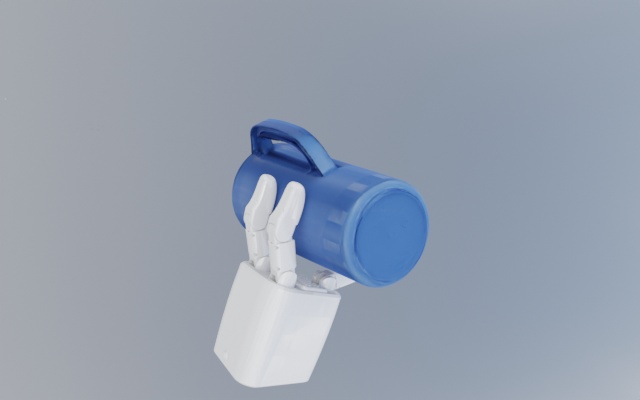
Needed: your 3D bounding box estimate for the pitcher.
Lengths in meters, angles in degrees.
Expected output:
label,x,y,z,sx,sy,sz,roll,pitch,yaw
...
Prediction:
label,x,y,z,sx,sy,sz,roll,pitch,yaw
pitcher,0.000,0.002,0.545,0.149,0.145,0.243,21,-1,-35
